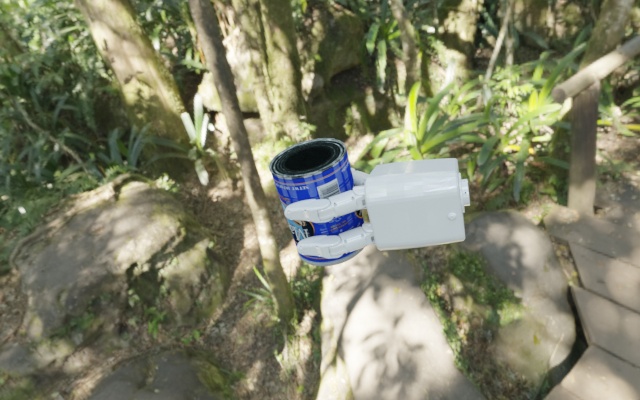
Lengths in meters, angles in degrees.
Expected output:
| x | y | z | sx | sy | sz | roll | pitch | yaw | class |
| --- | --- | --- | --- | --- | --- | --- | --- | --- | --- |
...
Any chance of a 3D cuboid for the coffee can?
| x | y | z | sx | sy | sz | roll | pitch | yaw | class |
| --- | --- | --- | --- | --- | --- | --- | --- | --- | --- |
| 0.000 | 0.002 | 0.640 | 0.103 | 0.140 | 0.102 | -12 | 30 | 7 | coffee can |
